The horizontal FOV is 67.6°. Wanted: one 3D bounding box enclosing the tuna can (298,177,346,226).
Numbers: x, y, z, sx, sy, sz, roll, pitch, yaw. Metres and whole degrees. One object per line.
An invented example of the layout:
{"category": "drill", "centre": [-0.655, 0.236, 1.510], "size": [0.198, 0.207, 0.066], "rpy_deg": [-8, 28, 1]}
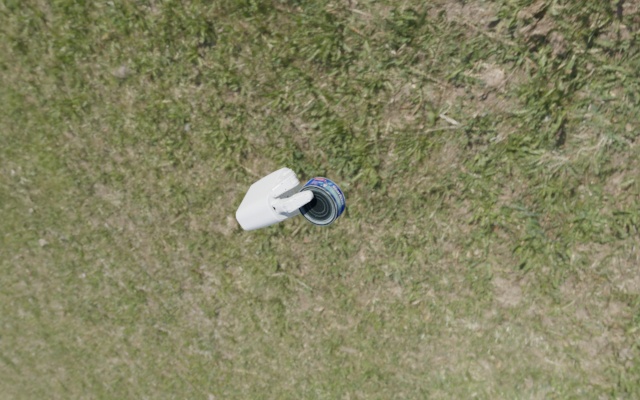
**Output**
{"category": "tuna can", "centre": [0.000, 0.003, 0.865], "size": [0.086, 0.086, 0.033], "rpy_deg": [0, 27, 32]}
